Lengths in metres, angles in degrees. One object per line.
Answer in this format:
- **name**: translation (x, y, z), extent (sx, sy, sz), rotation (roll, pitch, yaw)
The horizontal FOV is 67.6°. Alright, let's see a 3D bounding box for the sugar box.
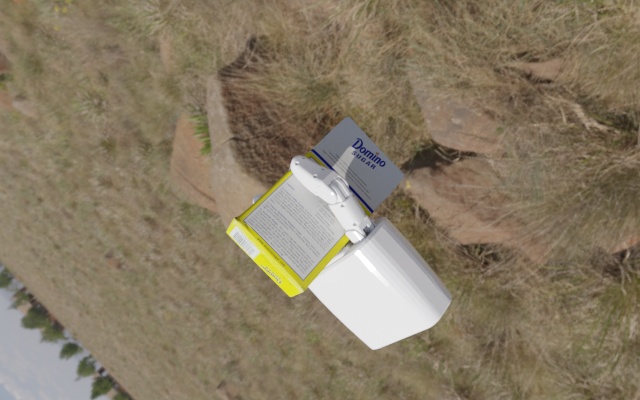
- **sugar box**: translation (0.000, 0.002, 0.488), extent (0.176, 0.093, 0.048), rotation (-45, 3, -31)
